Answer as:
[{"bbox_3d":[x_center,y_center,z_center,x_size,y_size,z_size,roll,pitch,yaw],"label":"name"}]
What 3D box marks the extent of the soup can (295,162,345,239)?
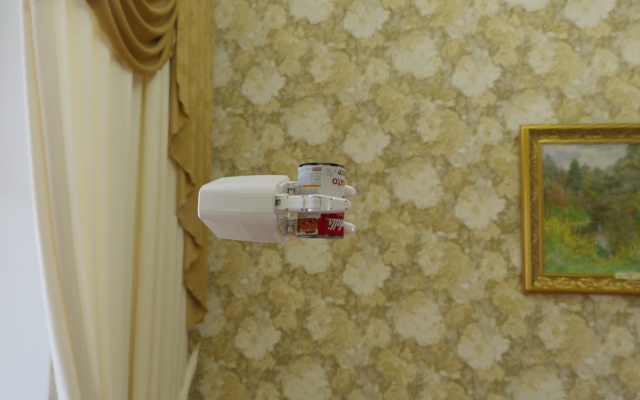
[{"bbox_3d":[0.001,0.002,0.671,0.068,0.102,0.068,1,-6,0],"label":"soup can"}]
